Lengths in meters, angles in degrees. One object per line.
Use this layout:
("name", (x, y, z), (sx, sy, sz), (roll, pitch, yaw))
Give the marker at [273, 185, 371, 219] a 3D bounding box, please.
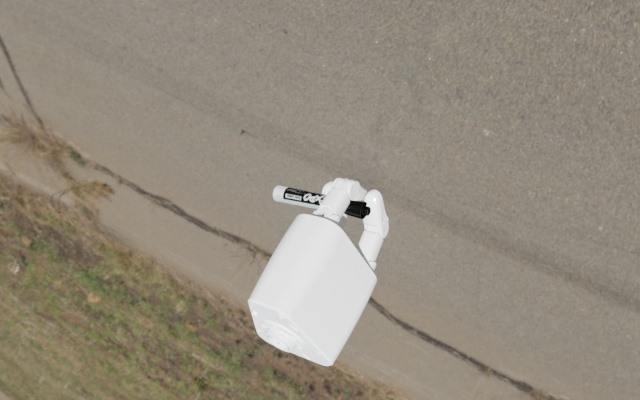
("marker", (0.000, 0.002, 0.534), (0.121, 0.020, 0.020), (11, 6, 30))
